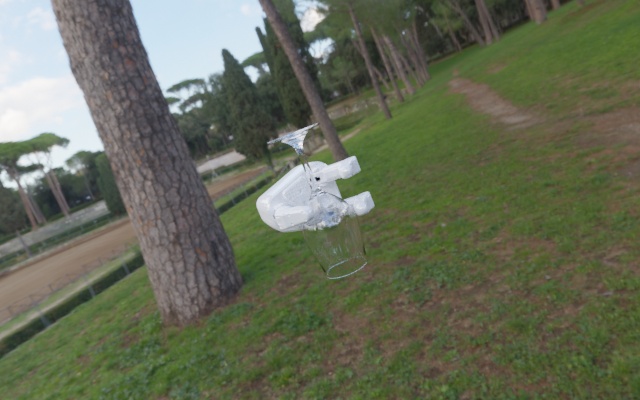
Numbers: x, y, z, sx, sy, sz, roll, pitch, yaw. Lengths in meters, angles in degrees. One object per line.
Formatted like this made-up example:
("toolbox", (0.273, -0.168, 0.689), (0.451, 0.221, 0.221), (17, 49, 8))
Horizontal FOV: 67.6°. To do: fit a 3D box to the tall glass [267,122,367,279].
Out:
("tall glass", (0.000, 0.002, 0.645), (0.079, 0.201, 0.079), (-21, 9, 4))
